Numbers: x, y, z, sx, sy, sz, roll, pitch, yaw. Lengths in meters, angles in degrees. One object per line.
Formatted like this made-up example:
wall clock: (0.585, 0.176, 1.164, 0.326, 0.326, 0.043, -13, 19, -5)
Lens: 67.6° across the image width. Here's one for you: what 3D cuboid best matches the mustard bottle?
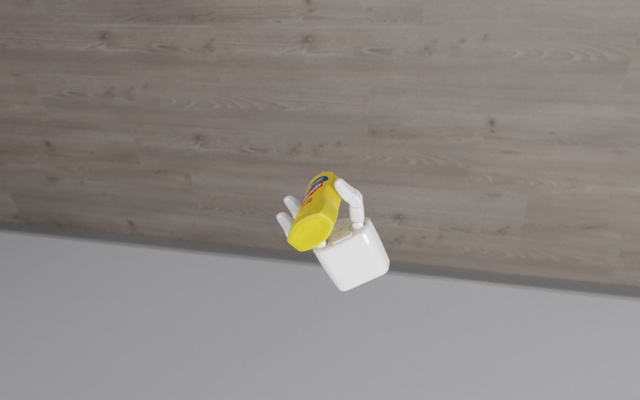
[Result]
mustard bottle: (0.000, 0.003, 0.866, 0.096, 0.058, 0.191, -43, 16, 32)
